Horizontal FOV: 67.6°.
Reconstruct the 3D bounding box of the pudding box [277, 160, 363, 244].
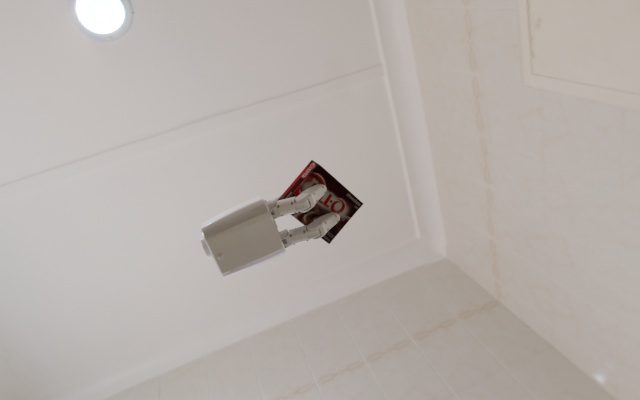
[{"bbox_3d":[0.000,0.003,0.781,0.113,0.090,0.039,39,2,-28],"label":"pudding box"}]
